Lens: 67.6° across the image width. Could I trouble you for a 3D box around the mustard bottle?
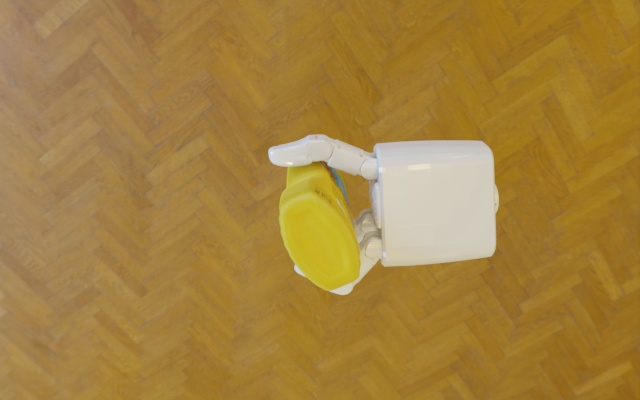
[{"bbox_3d":[0.000,0.002,0.482,0.058,0.096,0.191,-26,20,10],"label":"mustard bottle"}]
